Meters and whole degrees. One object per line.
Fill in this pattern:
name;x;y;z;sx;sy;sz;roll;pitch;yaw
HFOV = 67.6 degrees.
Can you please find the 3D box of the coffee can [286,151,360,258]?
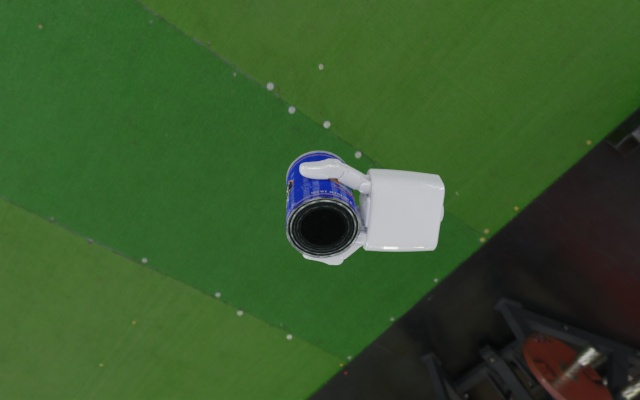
coffee can;0.000;0.002;0.709;0.103;0.103;0.140;0;32;-4
